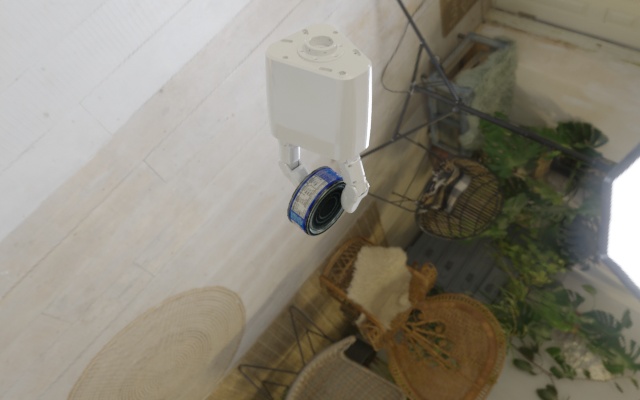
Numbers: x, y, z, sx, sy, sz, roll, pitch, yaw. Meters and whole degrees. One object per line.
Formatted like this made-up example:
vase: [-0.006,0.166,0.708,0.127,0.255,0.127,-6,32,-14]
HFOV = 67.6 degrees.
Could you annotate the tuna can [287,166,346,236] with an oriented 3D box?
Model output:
tuna can: [0.001,0.002,0.599,0.033,0.086,0.086,36,17,26]
